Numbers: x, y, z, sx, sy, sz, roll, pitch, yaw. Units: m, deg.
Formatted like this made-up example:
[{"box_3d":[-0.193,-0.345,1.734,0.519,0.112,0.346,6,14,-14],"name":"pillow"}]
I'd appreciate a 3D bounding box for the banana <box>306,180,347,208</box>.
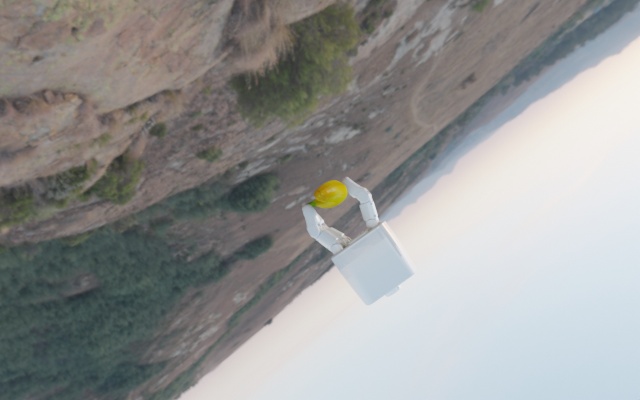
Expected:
[{"box_3d":[0.016,-0.007,0.828,0.069,0.037,0.198,-32,-4,-9],"name":"banana"}]
